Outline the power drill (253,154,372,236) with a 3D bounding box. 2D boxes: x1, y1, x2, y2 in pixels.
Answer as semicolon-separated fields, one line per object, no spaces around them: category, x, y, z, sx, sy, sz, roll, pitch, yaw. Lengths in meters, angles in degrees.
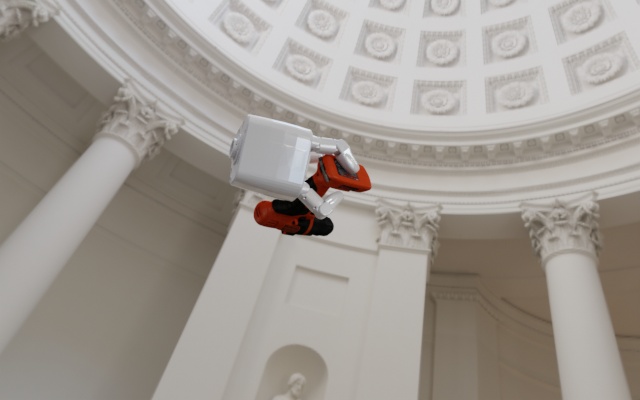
power drill;0.000;0.002;0.857;0.184;0.057;0.188;13;-43;-44
